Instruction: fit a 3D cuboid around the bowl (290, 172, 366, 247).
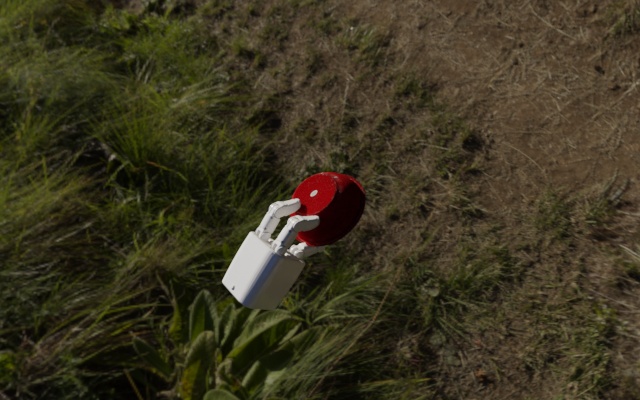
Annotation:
[{"bbox_3d":[0.001,0.002,0.891,0.162,0.162,0.055,0,-33,33],"label":"bowl"}]
